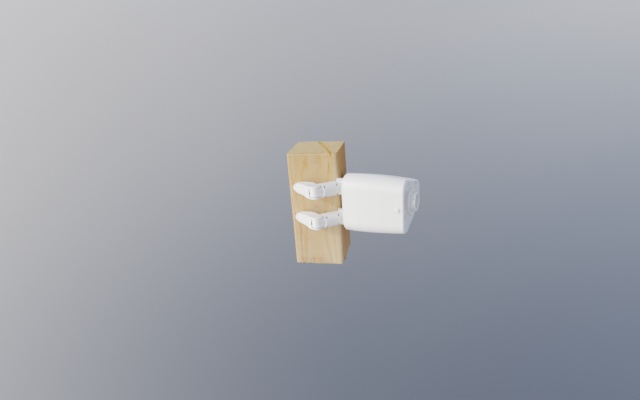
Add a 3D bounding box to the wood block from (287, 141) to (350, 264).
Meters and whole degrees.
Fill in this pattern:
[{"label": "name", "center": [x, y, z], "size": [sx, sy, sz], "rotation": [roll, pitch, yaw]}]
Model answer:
[{"label": "wood block", "center": [0.001, 0.003, 0.873], "size": [0.090, 0.206, 0.090], "rotation": [0, 20, 12]}]
